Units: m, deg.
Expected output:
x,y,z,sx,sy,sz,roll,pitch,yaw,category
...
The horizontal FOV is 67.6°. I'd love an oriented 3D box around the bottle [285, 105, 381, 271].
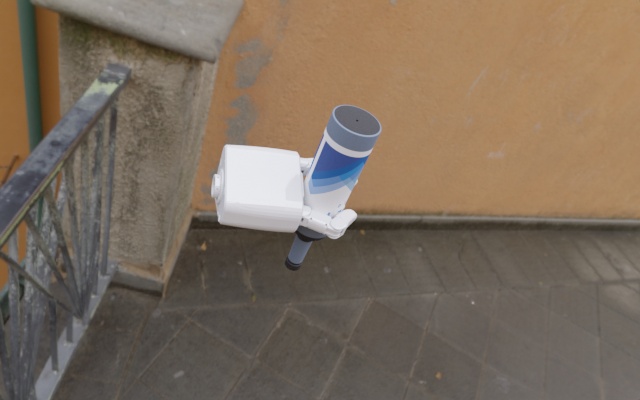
x,y,z,sx,sy,sz,roll,pitch,yaw,category
0.000,0.002,0.694,0.069,0.296,0.069,14,41,-12,bottle
